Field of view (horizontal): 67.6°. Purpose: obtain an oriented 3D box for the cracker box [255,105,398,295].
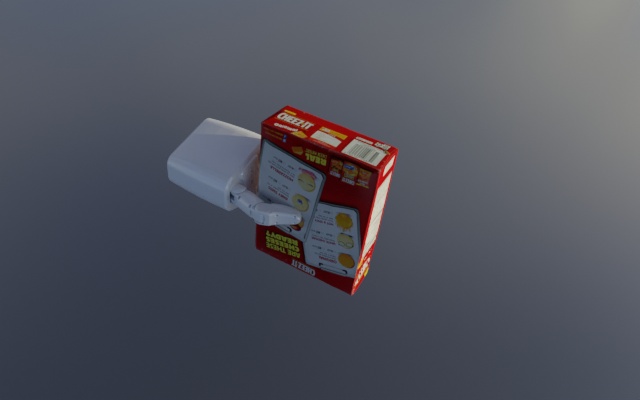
[{"bbox_3d":[0.000,0.002,0.638,0.164,0.214,0.072,24,41,19],"label":"cracker box"}]
